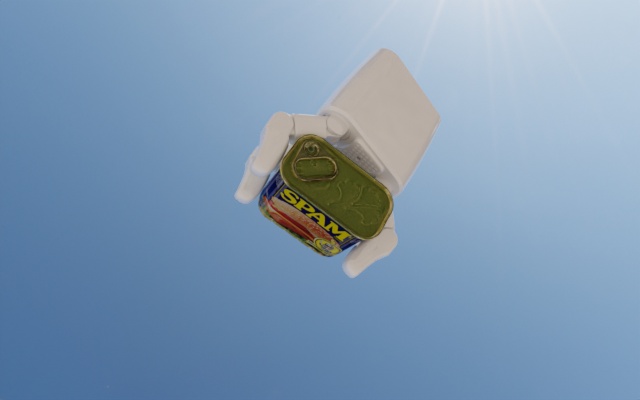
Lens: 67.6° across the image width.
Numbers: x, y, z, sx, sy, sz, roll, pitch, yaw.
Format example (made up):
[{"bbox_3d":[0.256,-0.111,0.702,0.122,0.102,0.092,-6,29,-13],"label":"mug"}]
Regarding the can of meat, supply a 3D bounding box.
[{"bbox_3d":[0.000,0.002,0.431,0.102,0.057,0.084,37,-29,-7],"label":"can of meat"}]
